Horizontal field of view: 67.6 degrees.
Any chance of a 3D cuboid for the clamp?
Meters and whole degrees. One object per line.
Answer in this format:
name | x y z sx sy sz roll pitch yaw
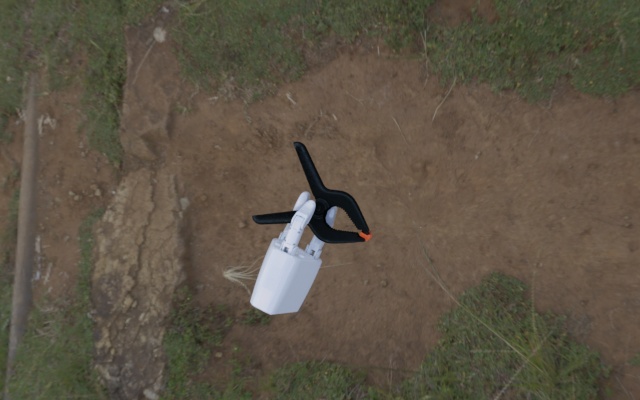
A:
clamp | 0.000 0.003 0.834 0.210 0.164 0.036 24 5 12
